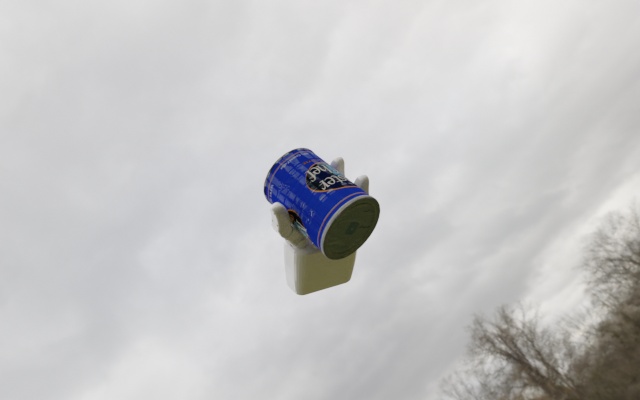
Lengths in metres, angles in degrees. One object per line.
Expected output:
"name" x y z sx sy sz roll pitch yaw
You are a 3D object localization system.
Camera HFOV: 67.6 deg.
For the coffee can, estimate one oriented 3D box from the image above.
"coffee can" 0.000 0.002 0.681 0.103 0.103 0.140 0 32 -48
